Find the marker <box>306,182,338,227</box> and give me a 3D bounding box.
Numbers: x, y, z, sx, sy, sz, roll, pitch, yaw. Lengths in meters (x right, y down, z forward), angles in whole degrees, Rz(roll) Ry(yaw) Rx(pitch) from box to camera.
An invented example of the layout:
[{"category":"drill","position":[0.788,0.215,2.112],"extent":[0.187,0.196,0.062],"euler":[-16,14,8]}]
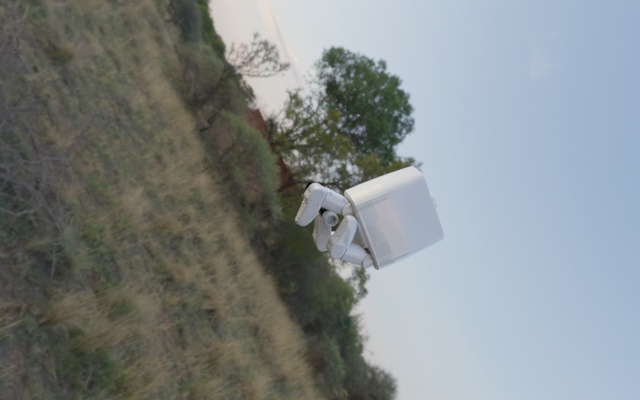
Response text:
[{"category":"marker","position":[0.000,0.002,0.682],"extent":[0.020,0.020,0.121],"euler":[0,24,-16]}]
